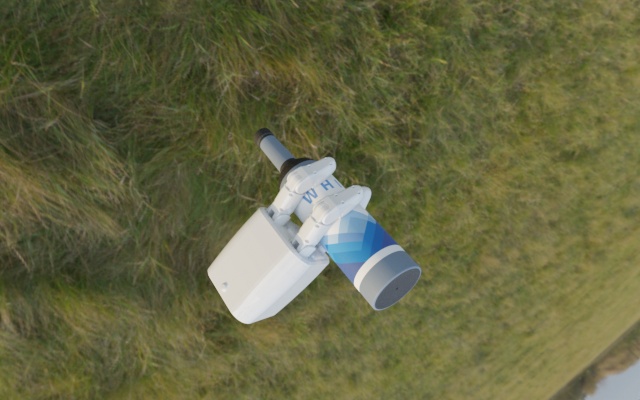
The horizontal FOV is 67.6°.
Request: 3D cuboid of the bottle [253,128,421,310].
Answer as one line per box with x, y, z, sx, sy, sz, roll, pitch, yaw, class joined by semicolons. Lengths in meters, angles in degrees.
0.000;0.002;0.587;0.069;0.069;0.295;0;39;-46;bottle
